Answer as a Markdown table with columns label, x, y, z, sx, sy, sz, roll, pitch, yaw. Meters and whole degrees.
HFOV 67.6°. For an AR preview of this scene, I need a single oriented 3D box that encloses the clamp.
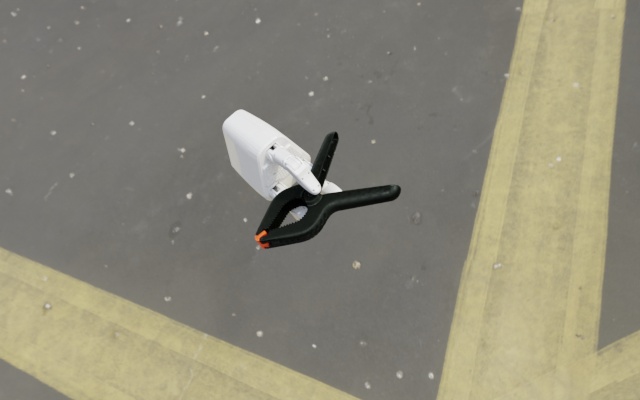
| label | x | y | z | sx | sy | sz | roll | pitch | yaw |
| --- | --- | --- | --- | --- | --- | --- | --- | --- | --- |
| clamp | -0.001 | 0.002 | 0.689 | 0.164 | 0.210 | 0.036 | 38 | -15 | 36 |
